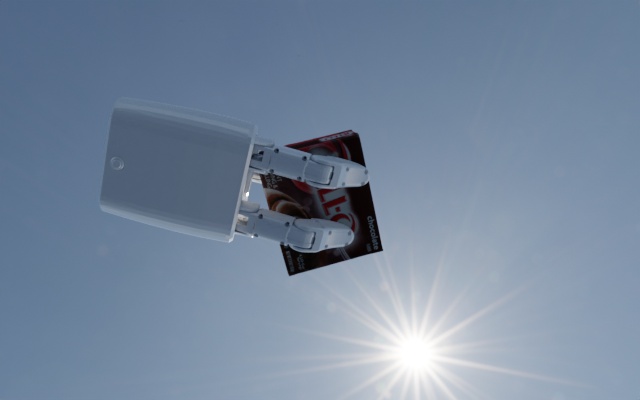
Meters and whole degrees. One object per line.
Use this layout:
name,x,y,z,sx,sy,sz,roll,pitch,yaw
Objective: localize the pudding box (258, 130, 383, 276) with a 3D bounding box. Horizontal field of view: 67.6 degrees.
pudding box,0.000,0.001,0.428,0.090,0.113,0.039,-15,19,-2
